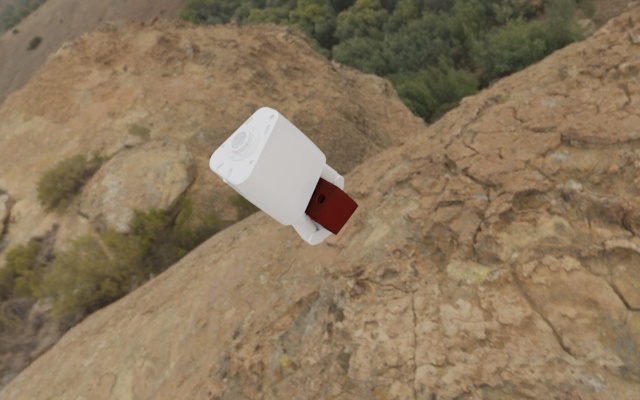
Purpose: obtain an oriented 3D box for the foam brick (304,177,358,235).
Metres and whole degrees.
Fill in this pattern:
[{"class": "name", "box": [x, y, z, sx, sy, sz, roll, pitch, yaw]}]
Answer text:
[{"class": "foam brick", "box": [0.000, 0.002, 0.651, 0.078, 0.053, 0.051, 29, -8, 45]}]
